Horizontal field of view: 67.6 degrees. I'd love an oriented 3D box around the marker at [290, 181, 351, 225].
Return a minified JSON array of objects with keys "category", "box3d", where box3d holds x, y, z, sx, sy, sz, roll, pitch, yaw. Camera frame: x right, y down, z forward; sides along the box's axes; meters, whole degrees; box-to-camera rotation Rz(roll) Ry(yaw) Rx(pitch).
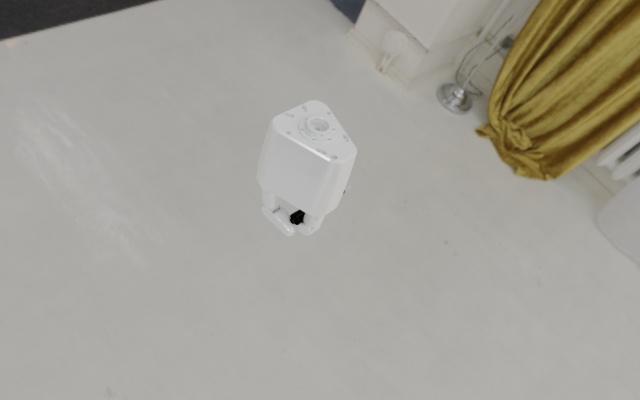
[{"category":"marker","box3d":[0.000,0.002,0.709,0.121,0.020,0.020,-34,21,-35]}]
